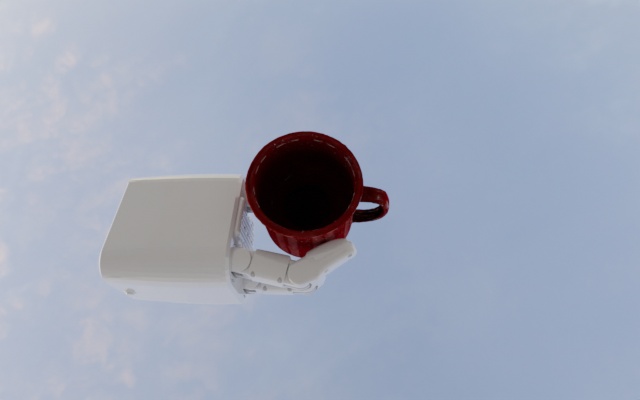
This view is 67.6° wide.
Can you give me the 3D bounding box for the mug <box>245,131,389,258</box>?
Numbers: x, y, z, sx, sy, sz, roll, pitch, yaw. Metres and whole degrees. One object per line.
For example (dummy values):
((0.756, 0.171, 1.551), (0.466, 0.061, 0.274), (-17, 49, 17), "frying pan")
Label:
((0.002, 0.001, 0.411), (0.117, 0.093, 0.081), (1, -23, 2), "mug")
